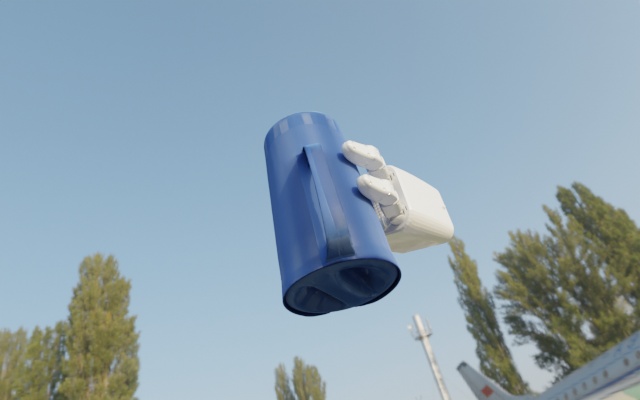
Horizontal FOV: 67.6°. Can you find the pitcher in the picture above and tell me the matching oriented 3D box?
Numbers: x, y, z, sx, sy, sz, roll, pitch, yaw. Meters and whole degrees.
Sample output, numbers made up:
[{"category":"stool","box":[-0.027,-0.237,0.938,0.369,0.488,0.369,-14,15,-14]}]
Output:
[{"category":"pitcher","box":[0.000,0.002,0.577,0.145,0.242,0.149,18,-46,-39]}]
